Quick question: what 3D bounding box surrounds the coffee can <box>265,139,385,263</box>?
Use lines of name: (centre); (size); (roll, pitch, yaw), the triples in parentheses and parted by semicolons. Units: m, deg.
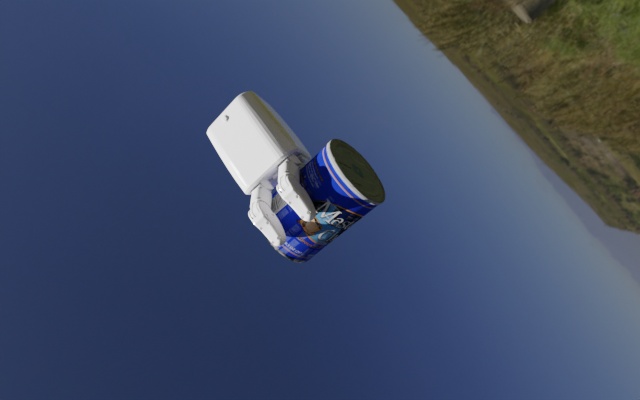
coffee can: (0.000, 0.002, 0.634); (0.140, 0.102, 0.103); (-40, -19, 24)
